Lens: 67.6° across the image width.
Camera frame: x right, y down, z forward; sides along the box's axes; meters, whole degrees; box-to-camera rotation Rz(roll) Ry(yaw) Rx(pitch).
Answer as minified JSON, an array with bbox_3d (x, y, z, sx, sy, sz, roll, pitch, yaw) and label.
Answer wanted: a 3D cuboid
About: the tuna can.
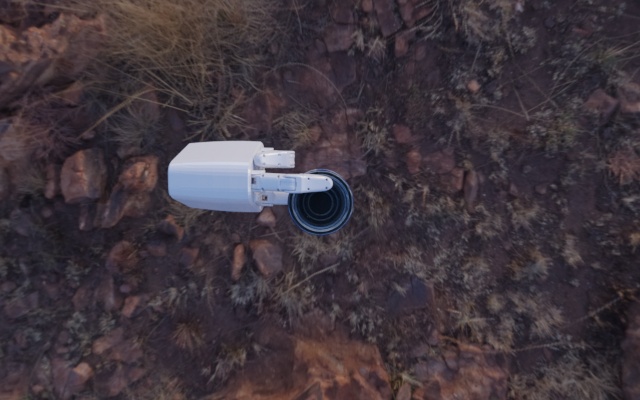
[{"bbox_3d":[0.000,0.002,0.619,0.086,0.086,0.034,0,4,0],"label":"tuna can"}]
